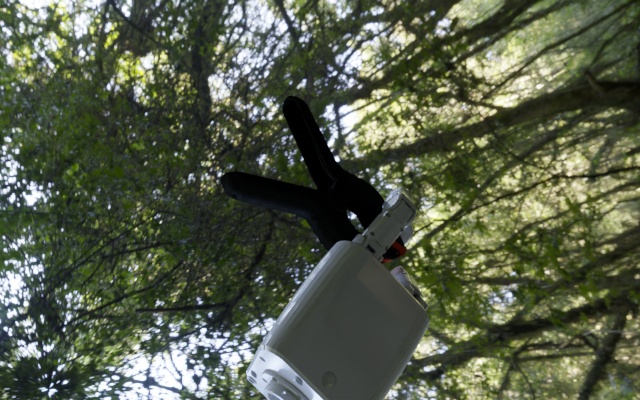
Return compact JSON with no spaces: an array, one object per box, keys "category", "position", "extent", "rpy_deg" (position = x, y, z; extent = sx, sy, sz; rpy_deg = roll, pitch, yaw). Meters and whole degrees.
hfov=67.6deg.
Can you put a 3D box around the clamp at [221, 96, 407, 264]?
[{"category":"clamp","position":[0.000,0.002,0.404],"extent":[0.120,0.171,0.039],"rpy_deg":[-47,7,-34]}]
